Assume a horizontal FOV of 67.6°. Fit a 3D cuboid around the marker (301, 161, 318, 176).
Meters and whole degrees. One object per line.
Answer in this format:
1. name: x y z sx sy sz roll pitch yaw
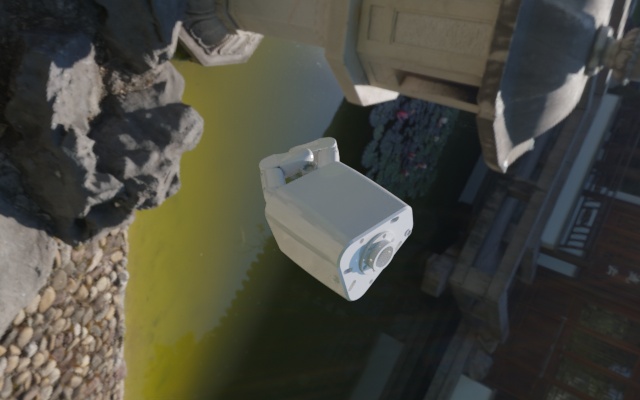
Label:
1. marker: 0.000 0.002 0.565 0.020 0.020 0.121 0 -40 16
